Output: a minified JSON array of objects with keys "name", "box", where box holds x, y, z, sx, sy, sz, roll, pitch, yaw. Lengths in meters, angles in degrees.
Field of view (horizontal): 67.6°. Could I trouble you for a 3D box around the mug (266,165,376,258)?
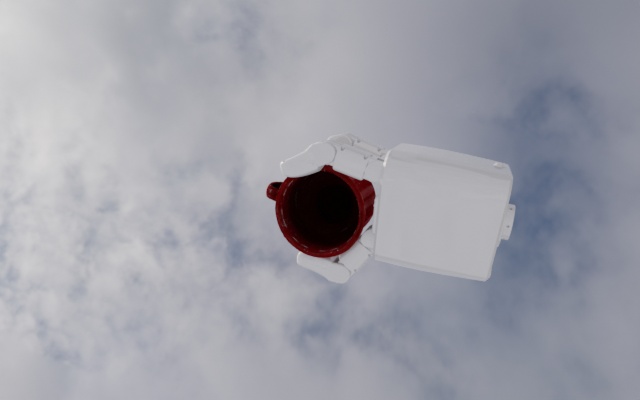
[{"name":"mug","box":[-0.001,0.001,0.504,0.117,0.093,0.081,13,14,17]}]
